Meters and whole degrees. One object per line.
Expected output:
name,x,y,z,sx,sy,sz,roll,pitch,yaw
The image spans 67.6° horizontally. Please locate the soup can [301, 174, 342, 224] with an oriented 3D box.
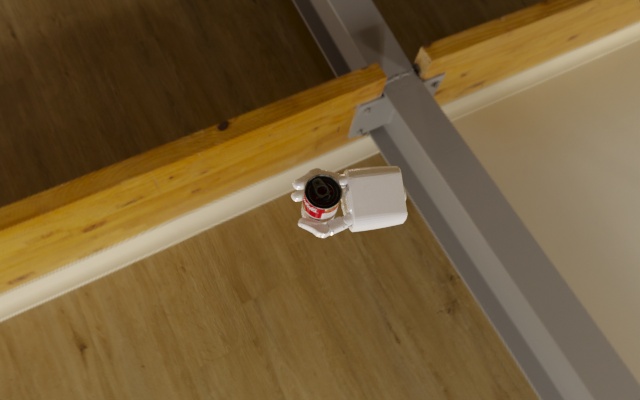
soup can,0.000,0.003,0.888,0.068,0.068,0.102,0,-23,-6
